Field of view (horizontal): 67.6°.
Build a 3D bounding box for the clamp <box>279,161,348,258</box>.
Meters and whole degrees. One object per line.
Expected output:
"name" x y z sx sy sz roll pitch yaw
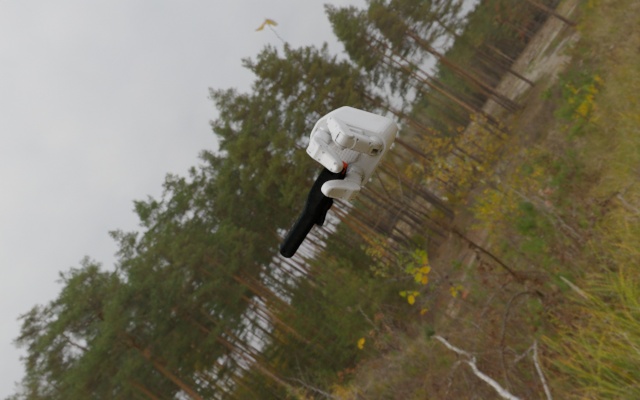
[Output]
"clamp" 0.000 0.002 0.724 0.039 0.171 0.120 33 28 4
